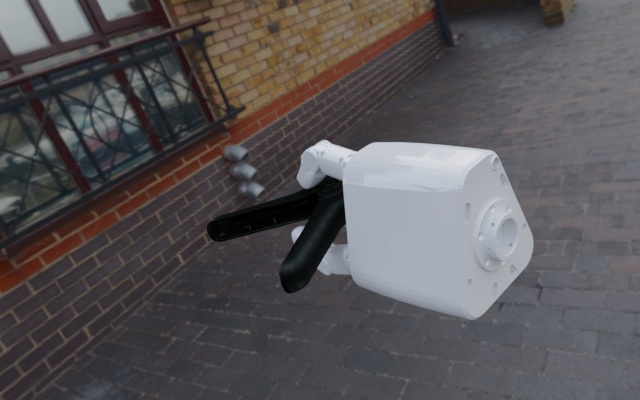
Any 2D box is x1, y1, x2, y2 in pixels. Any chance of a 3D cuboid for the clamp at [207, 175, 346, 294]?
[{"bbox_3d":[0.000,0.001,0.456,0.210,0.036,0.164,-34,29,-31],"label":"clamp"}]
